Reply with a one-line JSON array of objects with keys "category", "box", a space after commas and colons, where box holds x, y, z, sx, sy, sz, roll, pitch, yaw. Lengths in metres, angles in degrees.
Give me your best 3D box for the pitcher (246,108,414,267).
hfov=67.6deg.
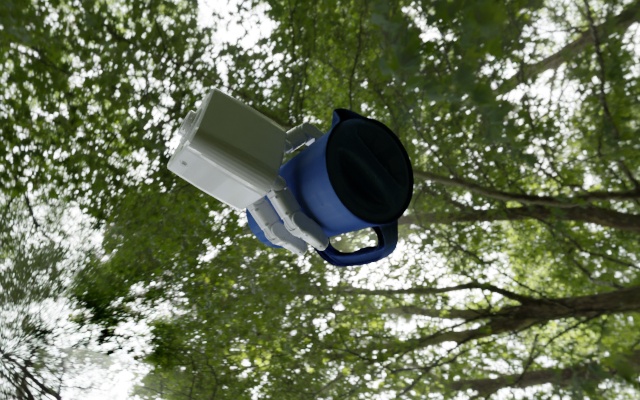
[{"category": "pitcher", "box": [0.000, 0.002, 0.641, 0.145, 0.149, 0.243, 31, -30, -23]}]
